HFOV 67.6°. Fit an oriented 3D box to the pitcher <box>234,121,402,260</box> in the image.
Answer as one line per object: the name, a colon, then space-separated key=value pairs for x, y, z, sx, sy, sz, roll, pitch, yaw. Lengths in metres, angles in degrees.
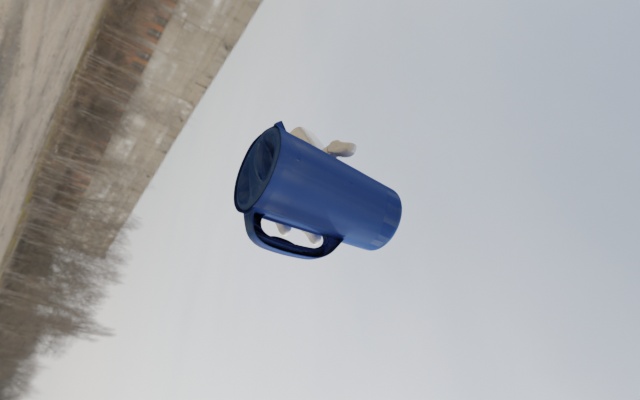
pitcher: x=0.000 y=0.002 z=0.718 sx=0.243 sy=0.149 sz=0.145 roll=23 pitch=19 yaw=-28
